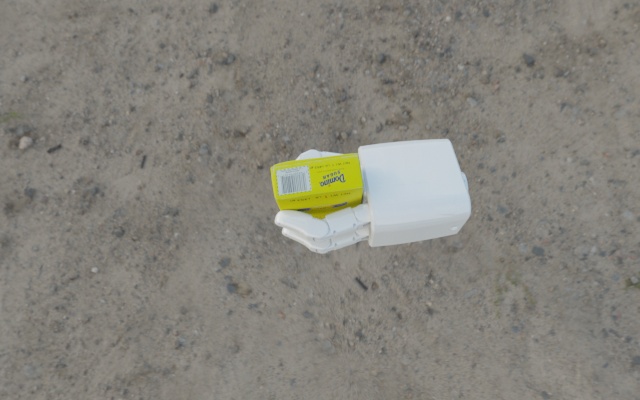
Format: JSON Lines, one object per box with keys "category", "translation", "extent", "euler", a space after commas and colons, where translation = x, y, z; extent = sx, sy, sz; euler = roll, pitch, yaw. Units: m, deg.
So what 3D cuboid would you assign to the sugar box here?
{"category": "sugar box", "translation": [0.000, 0.002, 0.566], "extent": [0.093, 0.048, 0.176], "euler": [-7, -20, 1]}
